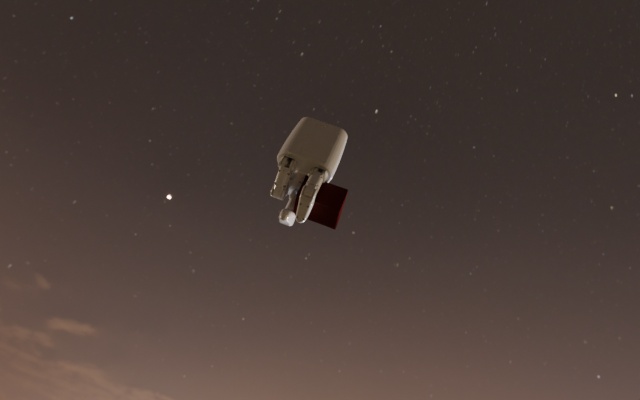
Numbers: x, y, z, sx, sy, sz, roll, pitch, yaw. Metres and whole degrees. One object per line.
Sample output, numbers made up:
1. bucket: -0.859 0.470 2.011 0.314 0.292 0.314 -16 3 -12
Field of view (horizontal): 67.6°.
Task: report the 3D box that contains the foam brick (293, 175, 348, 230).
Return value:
1. foam brick: 0.000 0.003 0.795 0.078 0.051 0.053 20 -40 5
